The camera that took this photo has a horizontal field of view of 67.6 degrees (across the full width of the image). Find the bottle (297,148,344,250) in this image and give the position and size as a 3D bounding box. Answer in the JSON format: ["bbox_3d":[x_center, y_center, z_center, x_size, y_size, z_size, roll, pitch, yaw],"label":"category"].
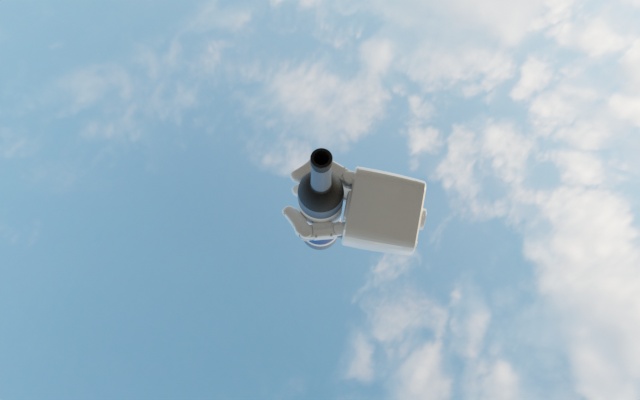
[{"bbox_3d":[0.000,0.002,0.711,0.069,0.069,0.296,0,-21,0],"label":"bottle"}]
